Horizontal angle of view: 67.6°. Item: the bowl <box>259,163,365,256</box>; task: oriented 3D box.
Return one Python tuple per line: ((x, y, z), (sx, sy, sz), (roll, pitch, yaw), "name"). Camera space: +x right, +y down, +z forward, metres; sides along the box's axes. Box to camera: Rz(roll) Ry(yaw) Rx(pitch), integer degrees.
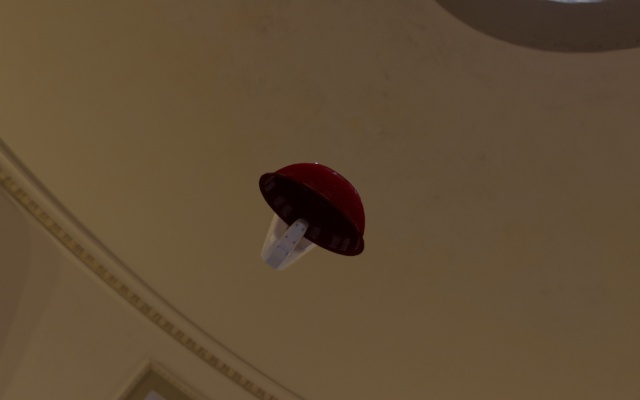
((0.001, 0.002, 0.621), (0.162, 0.055, 0.162), (30, -23, 14), "bowl")
